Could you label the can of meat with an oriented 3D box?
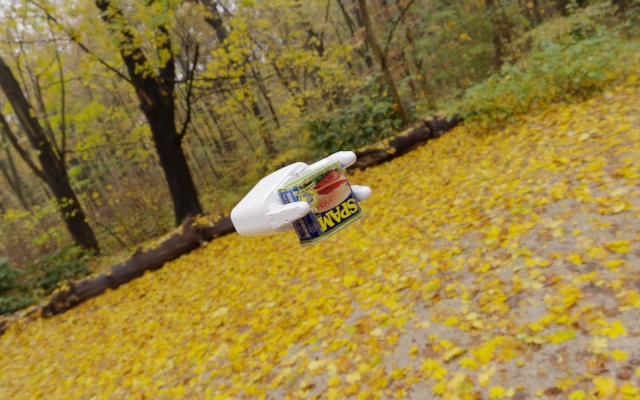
[{"bbox_3d":[0.000,0.002,0.652,0.102,0.084,0.057,-30,9,-33],"label":"can of meat"}]
